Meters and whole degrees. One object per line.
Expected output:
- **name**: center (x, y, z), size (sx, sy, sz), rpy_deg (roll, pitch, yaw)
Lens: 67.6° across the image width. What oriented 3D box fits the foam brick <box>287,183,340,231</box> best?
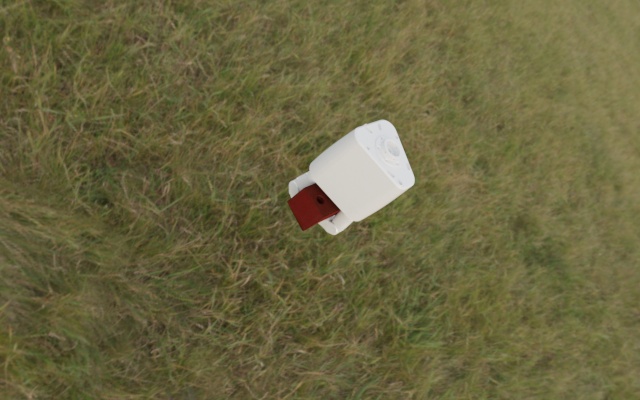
- **foam brick**: center (0.000, 0.003, 0.723), size (0.078, 0.053, 0.051), rpy_deg (-25, -7, -45)
